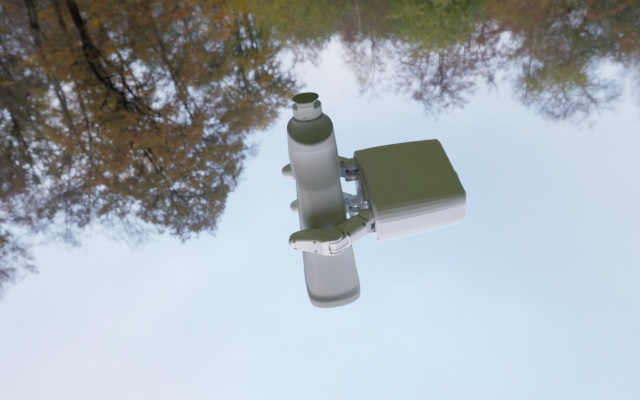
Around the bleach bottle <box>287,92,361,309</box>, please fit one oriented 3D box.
[{"bbox_3d":[0.000,0.002,0.551,0.068,0.251,0.102,-10,35,-3],"label":"bleach bottle"}]
